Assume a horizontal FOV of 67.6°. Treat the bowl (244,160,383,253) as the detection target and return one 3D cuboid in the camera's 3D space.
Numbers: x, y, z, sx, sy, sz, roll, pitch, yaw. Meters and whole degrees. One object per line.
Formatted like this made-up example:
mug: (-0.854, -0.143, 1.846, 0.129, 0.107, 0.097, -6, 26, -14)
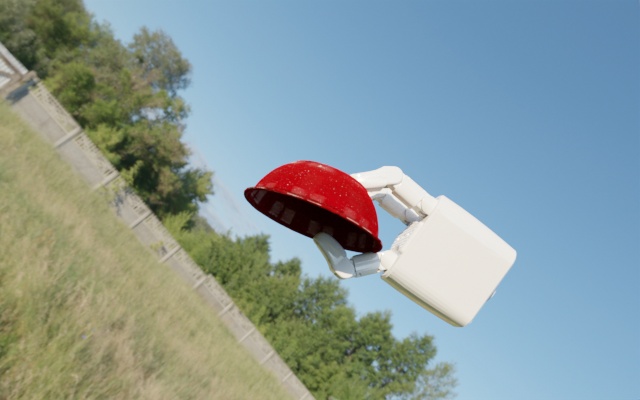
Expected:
bowl: (-0.001, 0.001, 0.524, 0.162, 0.055, 0.162, 20, -16, 6)
